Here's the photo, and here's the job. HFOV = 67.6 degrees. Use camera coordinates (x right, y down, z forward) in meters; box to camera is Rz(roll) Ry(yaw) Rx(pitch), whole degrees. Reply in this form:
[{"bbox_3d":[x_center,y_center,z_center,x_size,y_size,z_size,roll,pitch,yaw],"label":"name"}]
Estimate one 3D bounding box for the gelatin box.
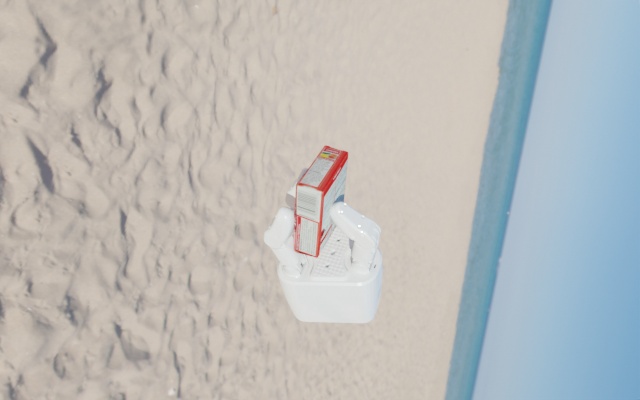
[{"bbox_3d":[0.001,0.001,0.480,0.030,0.089,0.073,17,41,15],"label":"gelatin box"}]
